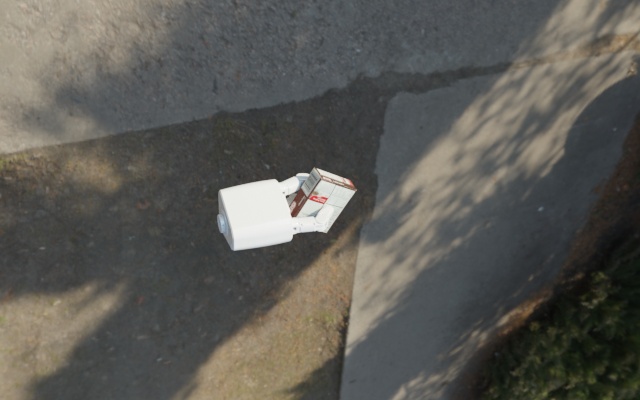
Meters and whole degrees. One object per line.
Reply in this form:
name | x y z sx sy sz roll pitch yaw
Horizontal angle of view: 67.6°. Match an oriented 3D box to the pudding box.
pudding box | 0.000 0.003 0.894 0.090 0.113 0.039 16 29 -37
